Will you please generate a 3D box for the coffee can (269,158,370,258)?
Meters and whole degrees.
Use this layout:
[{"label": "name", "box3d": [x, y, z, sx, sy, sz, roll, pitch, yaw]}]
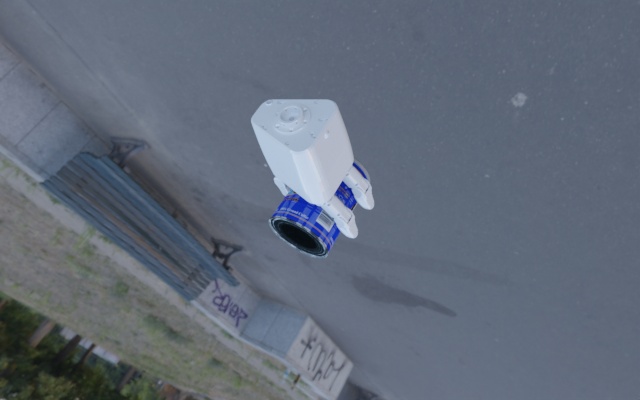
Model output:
[{"label": "coffee can", "box3d": [0.000, 0.002, 0.736, 0.103, 0.140, 0.103, 26, -24, 13]}]
